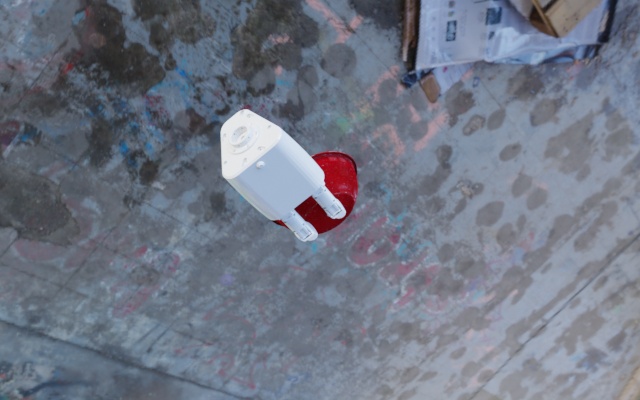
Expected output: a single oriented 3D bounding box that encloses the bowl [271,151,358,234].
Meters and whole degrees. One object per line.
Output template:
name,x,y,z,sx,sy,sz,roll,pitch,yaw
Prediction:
bowl,0.001,0.003,0.741,0.162,0.162,0.055,0,44,-41
